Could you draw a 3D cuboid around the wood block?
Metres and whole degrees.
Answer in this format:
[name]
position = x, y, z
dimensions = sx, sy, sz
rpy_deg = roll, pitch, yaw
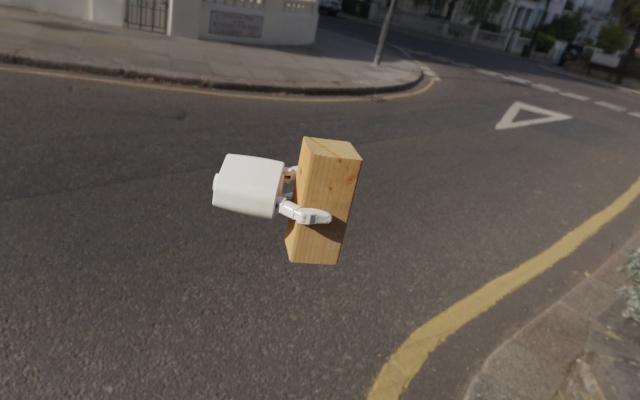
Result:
[wood block]
position = 0.000, 0.003, 0.850
dimensions = 0.090, 0.206, 0.090
rpy_deg = 5, 25, -14
